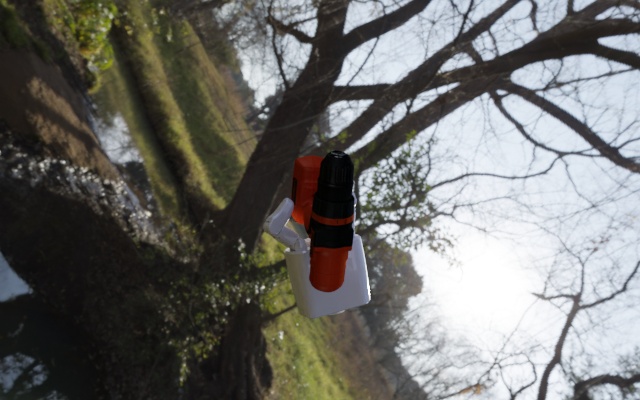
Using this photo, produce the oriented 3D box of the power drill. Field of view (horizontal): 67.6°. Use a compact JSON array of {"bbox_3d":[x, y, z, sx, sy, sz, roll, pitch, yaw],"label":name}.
[{"bbox_3d":[0.000,0.002,0.645,0.057,0.184,0.187,2,22,-11],"label":"power drill"}]
